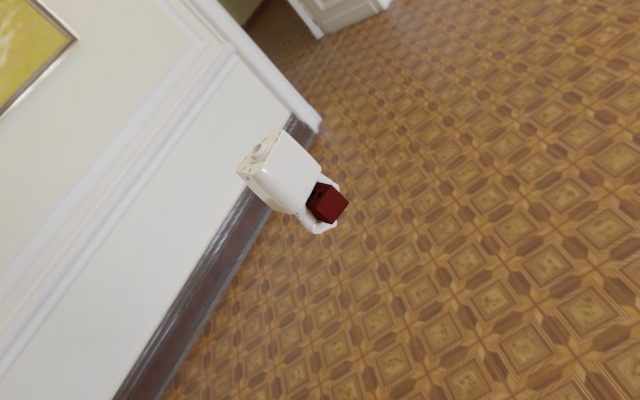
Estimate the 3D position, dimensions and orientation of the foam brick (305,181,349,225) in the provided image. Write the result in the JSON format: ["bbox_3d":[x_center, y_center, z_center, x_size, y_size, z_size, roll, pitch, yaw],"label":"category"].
[{"bbox_3d":[0.000,0.003,0.854,0.051,0.053,0.078,46,-18,-31],"label":"foam brick"}]
